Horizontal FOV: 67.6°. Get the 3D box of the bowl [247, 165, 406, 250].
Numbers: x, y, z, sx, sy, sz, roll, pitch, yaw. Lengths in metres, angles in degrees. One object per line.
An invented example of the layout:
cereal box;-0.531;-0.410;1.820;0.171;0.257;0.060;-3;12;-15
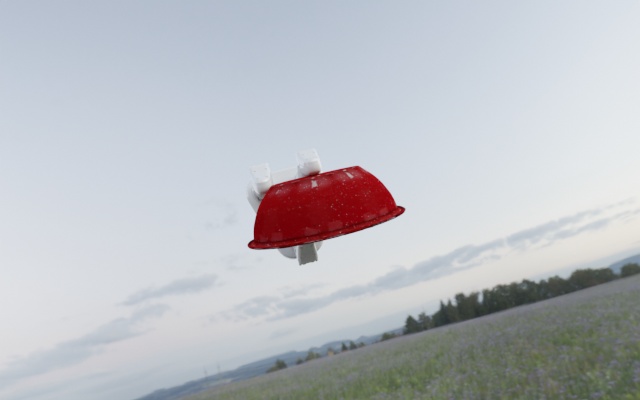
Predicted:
bowl;0.000;0.001;0.477;0.162;0.055;0.162;-13;5;1
